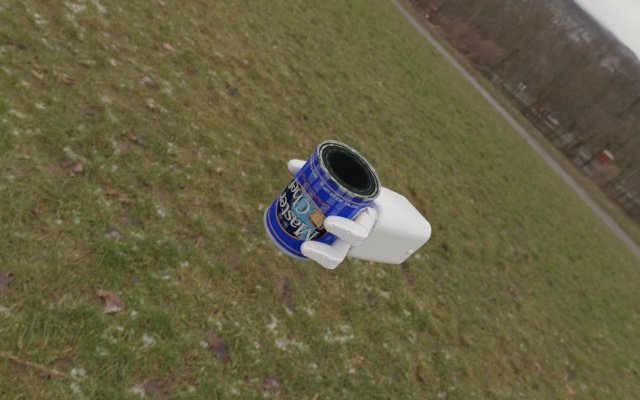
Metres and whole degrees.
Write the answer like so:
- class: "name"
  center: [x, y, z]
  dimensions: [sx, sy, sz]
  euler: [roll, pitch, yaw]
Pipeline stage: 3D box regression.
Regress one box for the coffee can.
- class: "coffee can"
  center: [0.000, 0.002, 0.656]
  dimensions: [0.103, 0.102, 0.140]
  euler: [0, -38, -45]
